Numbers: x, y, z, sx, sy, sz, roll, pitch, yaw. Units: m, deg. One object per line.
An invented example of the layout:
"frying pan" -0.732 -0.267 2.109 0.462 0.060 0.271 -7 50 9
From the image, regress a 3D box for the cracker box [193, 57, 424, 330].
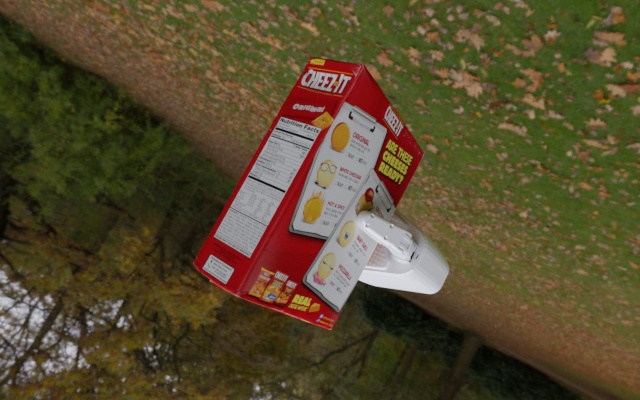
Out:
"cracker box" 0.000 0.002 0.456 0.072 0.213 0.164 23 -9 36
